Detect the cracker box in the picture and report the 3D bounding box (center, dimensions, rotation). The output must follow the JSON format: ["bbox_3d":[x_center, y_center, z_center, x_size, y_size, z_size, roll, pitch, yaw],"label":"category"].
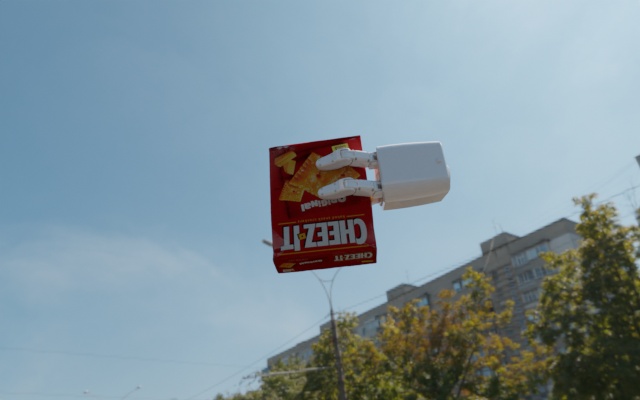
[{"bbox_3d":[0.000,0.003,0.795,0.164,0.213,0.072,-7,-29,3],"label":"cracker box"}]
